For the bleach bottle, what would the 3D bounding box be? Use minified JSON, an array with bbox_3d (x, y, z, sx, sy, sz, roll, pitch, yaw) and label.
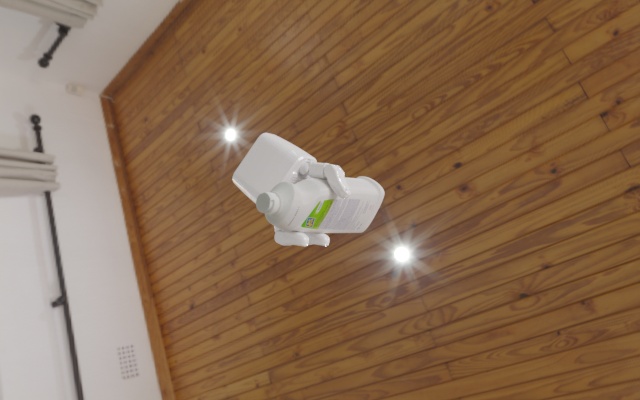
[{"bbox_3d":[0.000,0.003,0.763,0.068,0.102,0.251,36,18,34],"label":"bleach bottle"}]
